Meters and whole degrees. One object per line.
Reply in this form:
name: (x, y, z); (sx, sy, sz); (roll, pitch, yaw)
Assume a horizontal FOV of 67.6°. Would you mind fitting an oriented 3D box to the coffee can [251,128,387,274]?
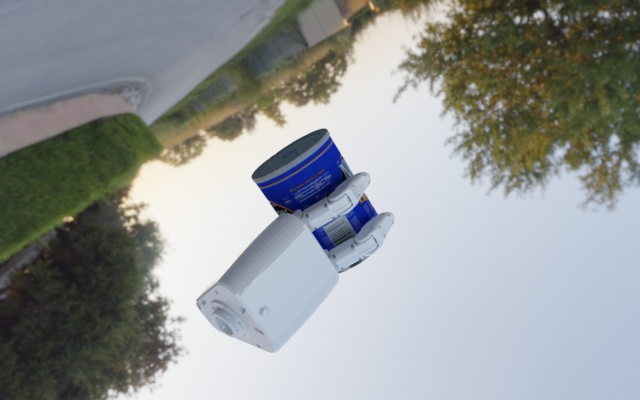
coffee can: (0.000, 0.002, 0.559); (0.103, 0.140, 0.102); (-30, 17, 10)
